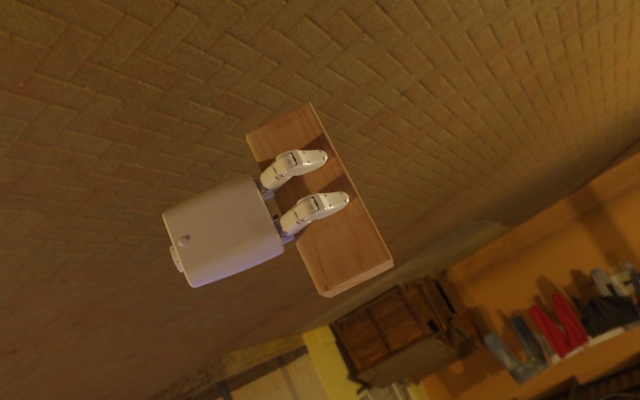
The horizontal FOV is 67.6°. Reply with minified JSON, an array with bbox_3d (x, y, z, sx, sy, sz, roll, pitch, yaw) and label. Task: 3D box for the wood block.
[{"bbox_3d":[0.000,0.002,0.573,0.090,0.206,0.091,-27,-16,2],"label":"wood block"}]
